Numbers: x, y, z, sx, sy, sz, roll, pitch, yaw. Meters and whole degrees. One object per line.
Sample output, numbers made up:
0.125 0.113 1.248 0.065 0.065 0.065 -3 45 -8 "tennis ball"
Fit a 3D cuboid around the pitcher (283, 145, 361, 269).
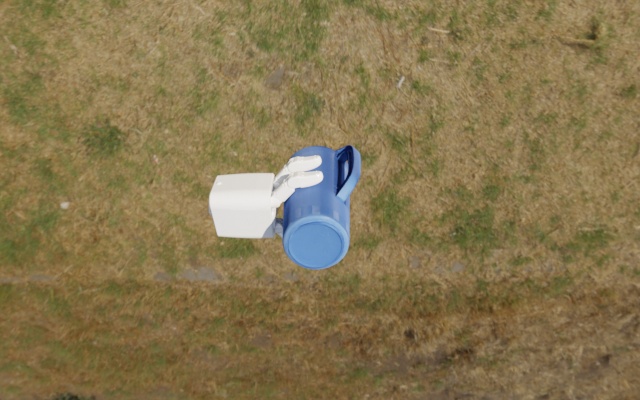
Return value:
0.000 0.003 0.856 0.145 0.149 0.242 1 31 -1 "pitcher"
